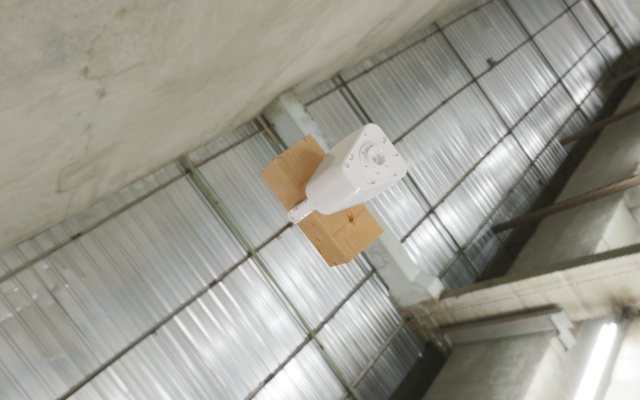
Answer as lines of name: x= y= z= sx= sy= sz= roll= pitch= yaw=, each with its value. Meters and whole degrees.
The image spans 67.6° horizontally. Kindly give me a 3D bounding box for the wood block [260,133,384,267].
wood block: x=0.000 y=0.003 z=0.817 sx=0.091 sy=0.206 sz=0.090 roll=-38 pitch=2 yaw=-23
